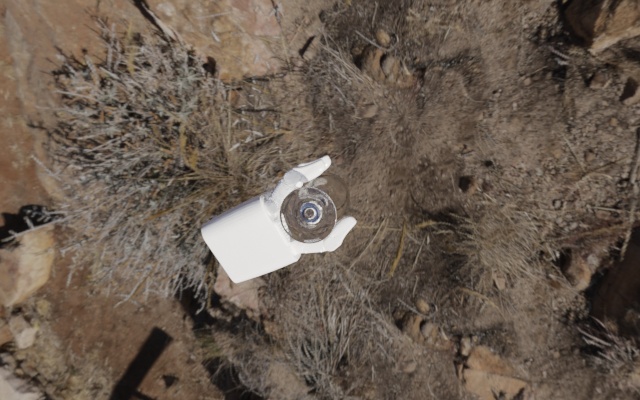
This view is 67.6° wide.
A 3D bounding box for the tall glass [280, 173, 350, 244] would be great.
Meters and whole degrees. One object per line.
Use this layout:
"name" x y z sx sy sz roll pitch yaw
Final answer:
"tall glass" 0.000 0.002 0.701 0.079 0.079 0.201 0 10 10
